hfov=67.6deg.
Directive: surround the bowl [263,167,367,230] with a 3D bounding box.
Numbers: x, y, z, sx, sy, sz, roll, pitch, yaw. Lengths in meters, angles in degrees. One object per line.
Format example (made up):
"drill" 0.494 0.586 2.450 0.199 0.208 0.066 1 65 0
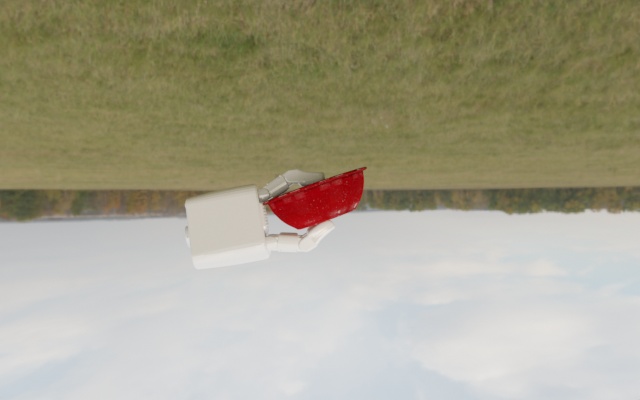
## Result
"bowl" 0.001 0.002 0.700 0.162 0.055 0.162 -20 0 0
